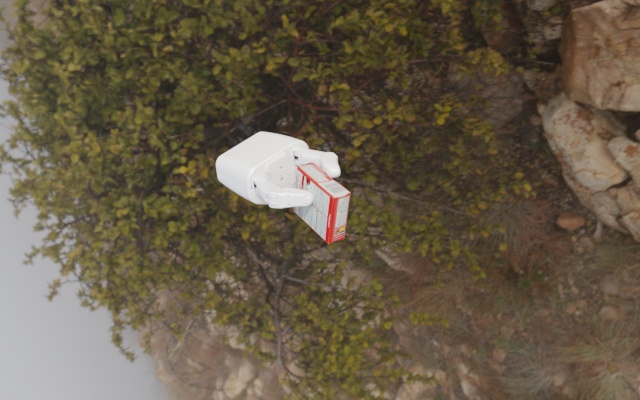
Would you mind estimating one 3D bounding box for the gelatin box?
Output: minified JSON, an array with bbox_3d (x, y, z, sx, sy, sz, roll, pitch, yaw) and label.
[{"bbox_3d":[0.000,0.002,0.631,0.030,0.073,0.089,-17,39,-31],"label":"gelatin box"}]
